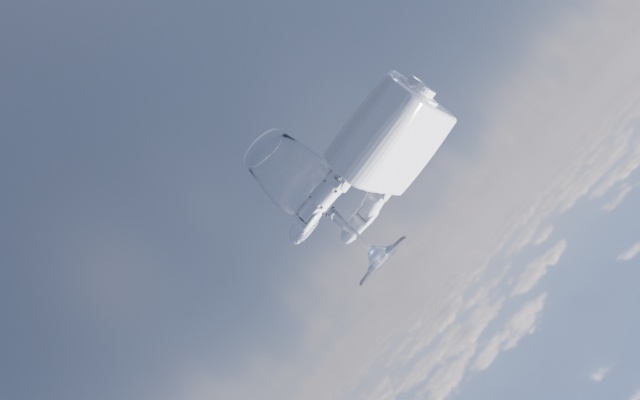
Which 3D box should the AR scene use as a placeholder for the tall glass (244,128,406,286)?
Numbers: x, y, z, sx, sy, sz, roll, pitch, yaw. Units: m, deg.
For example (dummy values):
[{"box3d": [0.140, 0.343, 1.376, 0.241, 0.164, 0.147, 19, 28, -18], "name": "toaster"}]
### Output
[{"box3d": [0.000, 0.002, 0.555, 0.201, 0.079, 0.079, 43, 14, 15], "name": "tall glass"}]
